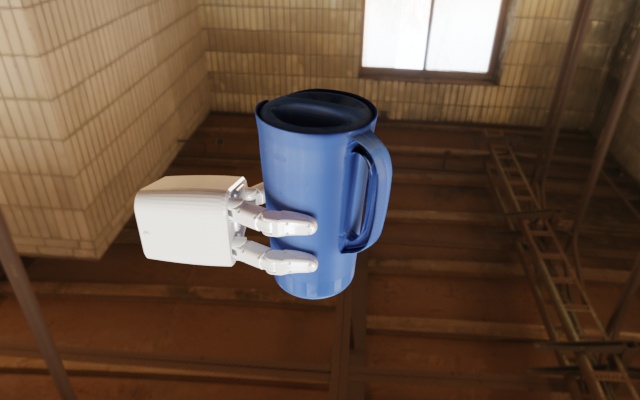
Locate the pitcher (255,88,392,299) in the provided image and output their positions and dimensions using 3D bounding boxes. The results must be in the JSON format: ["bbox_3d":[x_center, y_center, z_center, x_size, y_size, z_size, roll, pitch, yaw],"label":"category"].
[{"bbox_3d":[0.000,0.002,0.570,0.145,0.243,0.149,2,32,1],"label":"pitcher"}]
